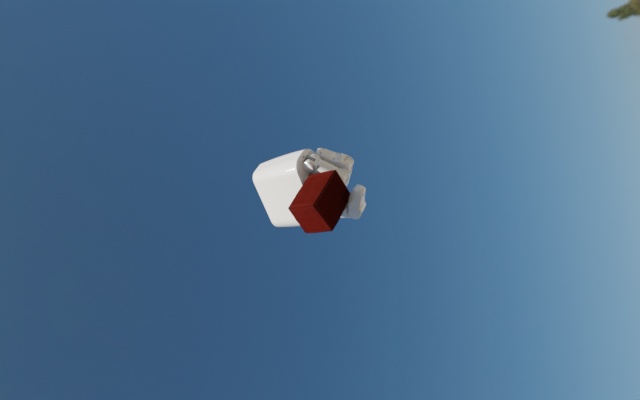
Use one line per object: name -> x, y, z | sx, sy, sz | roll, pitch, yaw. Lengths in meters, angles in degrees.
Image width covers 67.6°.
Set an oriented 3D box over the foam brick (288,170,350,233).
foam brick -> 0.000, 0.002, 0.690 | 0.051, 0.053, 0.078 | -8, 37, 38
